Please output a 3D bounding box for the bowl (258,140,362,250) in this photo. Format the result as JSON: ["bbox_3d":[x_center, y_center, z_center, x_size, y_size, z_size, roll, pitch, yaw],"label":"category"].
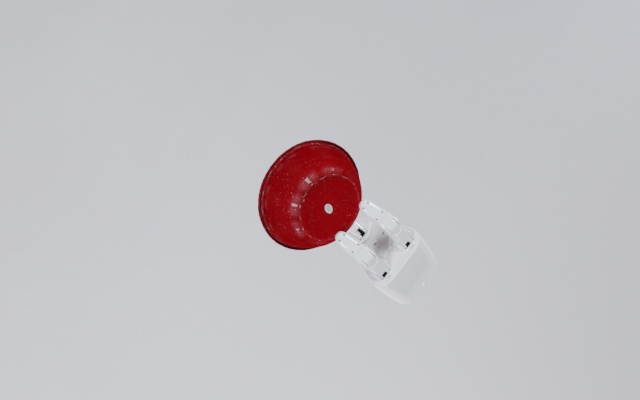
[{"bbox_3d":[-0.001,0.002,0.644,0.162,0.162,0.055,0,18,-31],"label":"bowl"}]
